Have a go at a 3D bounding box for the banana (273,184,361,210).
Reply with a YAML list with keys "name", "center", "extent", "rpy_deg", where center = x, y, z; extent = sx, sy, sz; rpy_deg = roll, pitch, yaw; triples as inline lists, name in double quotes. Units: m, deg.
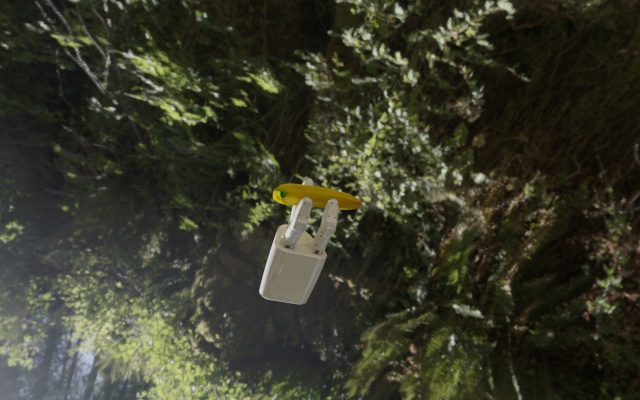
- name: "banana"
  center: [-0.014, -0.004, 0.844]
  extent: [0.198, 0.037, 0.069]
  rpy_deg: [4, 17, -44]
